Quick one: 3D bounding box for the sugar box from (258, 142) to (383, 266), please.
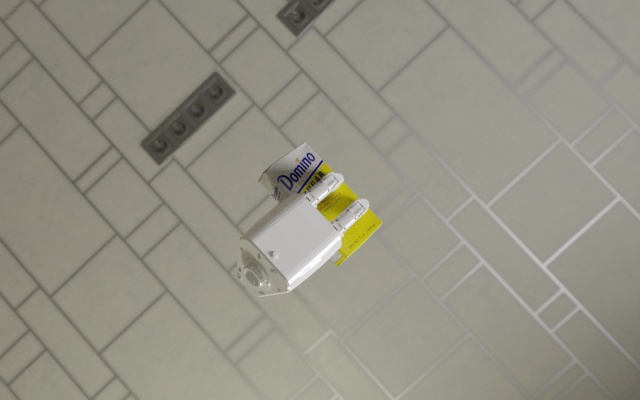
[{"bbox_3d":[0.000,0.002,0.721,0.093,0.176,0.048,-40,-5,-34],"label":"sugar box"}]
